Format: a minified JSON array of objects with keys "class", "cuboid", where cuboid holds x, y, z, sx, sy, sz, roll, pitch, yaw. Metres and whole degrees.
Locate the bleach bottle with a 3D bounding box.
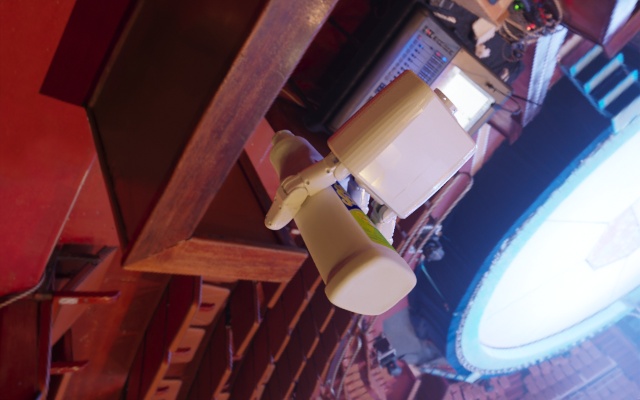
[{"class":"bleach bottle","cuboid":[0.000,0.002,0.514,0.103,0.068,0.250,32,19,-49]}]
